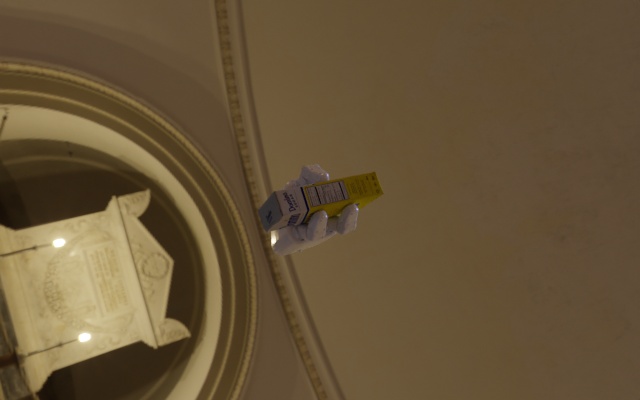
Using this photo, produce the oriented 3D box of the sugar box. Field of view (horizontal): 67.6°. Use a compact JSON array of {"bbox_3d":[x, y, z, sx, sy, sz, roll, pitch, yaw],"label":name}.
[{"bbox_3d":[0.000,0.003,0.742,0.176,0.048,0.093,-15,-12,-27],"label":"sugar box"}]
